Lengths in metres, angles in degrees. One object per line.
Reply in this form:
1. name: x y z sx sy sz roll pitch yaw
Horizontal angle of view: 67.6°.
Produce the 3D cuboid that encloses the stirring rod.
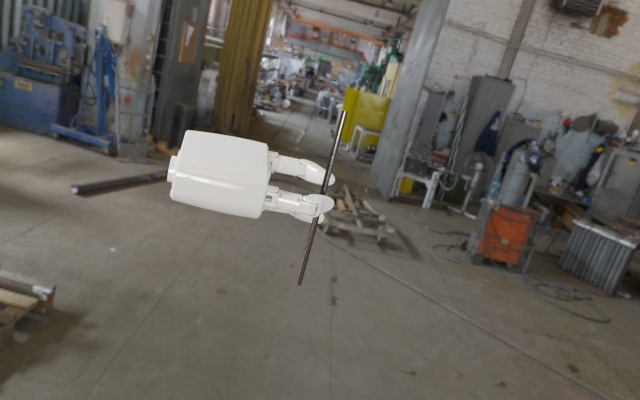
1. stirring rod: 0.000 0.002 0.620 0.011 0.239 0.011 14 16 -4
